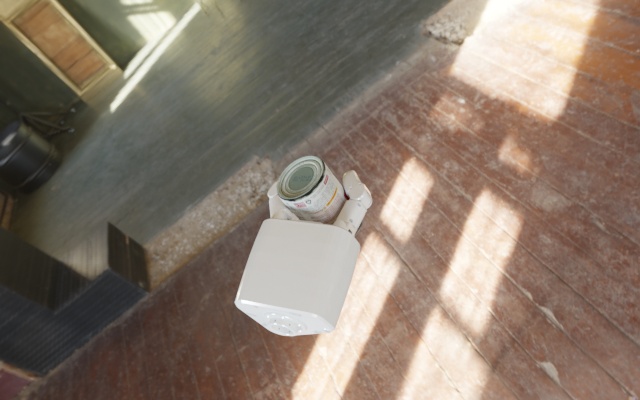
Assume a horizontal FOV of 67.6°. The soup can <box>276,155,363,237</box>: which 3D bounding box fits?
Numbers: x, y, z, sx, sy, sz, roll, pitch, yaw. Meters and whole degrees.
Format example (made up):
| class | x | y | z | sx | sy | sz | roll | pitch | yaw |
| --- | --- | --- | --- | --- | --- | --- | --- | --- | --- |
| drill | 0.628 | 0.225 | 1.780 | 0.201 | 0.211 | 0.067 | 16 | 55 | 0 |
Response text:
| class | x | y | z | sx | sy | sz | roll | pitch | yaw |
| --- | --- | --- | --- | --- | --- | --- | --- | --- | --- |
| soup can | 0.000 | 0.001 | 0.587 | 0.068 | 0.068 | 0.102 | 0 | -36 | 37 |
